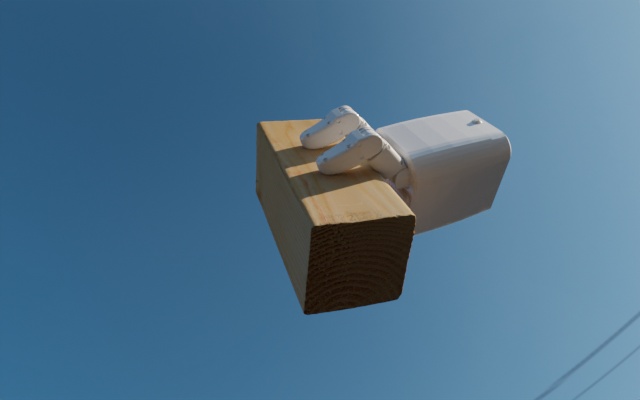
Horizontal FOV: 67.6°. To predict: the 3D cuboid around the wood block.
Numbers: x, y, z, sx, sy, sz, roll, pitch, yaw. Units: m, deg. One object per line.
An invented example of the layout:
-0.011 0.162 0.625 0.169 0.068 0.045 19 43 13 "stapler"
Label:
0.000 0.002 0.463 0.090 0.091 0.206 -6 32 -17 "wood block"
